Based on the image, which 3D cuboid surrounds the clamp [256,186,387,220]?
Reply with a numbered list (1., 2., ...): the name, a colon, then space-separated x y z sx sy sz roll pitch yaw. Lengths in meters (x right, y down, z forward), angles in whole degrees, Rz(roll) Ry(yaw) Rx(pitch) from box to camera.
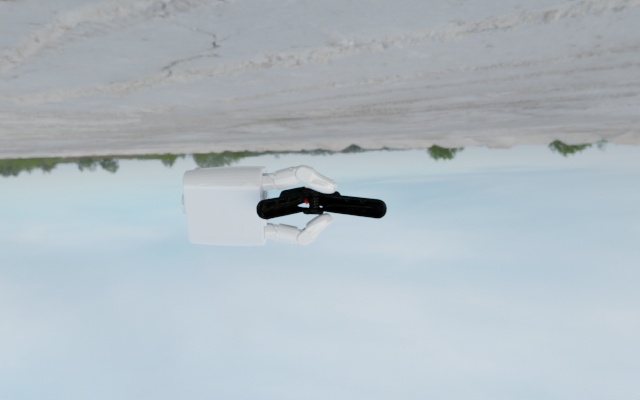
1. clamp: 0.000 0.003 0.682 0.164 0.036 0.210 2 6 -2
